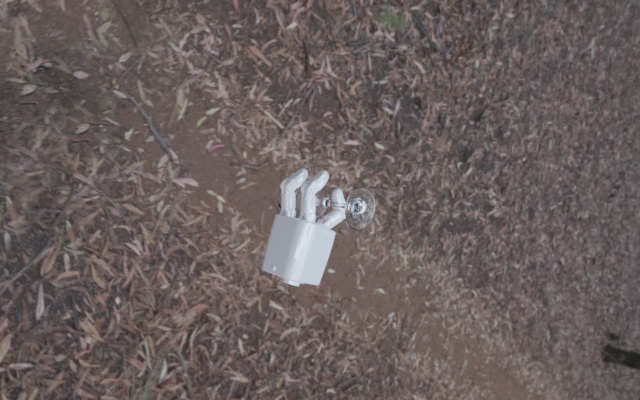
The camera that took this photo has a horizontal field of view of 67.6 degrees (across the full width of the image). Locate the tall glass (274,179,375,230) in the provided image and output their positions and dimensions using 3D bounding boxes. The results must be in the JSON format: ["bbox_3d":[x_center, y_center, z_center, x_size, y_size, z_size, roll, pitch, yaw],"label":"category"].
[{"bbox_3d":[0.001,0.003,0.878,0.079,0.079,0.201,0,7,-43],"label":"tall glass"}]
